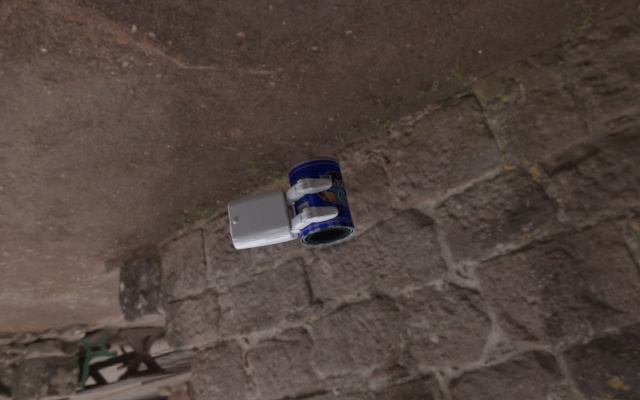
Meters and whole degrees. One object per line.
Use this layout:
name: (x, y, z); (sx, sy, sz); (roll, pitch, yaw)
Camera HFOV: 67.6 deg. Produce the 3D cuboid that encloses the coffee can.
coffee can: (0.000, 0.003, 0.898); (0.103, 0.140, 0.103); (-10, -21, -4)
